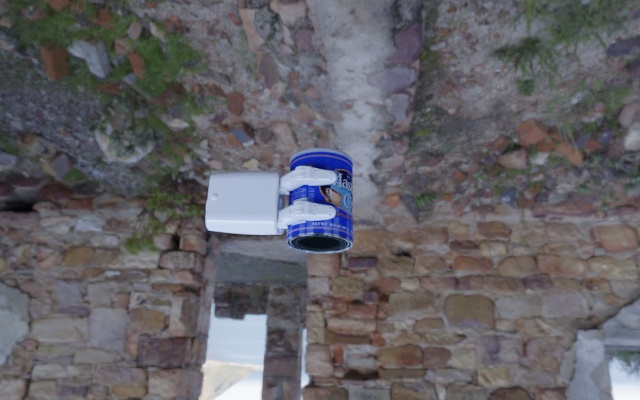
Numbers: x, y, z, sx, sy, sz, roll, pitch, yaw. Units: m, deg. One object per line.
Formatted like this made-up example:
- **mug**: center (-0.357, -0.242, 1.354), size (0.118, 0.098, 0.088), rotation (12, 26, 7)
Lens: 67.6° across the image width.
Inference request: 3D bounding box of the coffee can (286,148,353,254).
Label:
- **coffee can**: center (0.000, 0.002, 0.748), size (0.103, 0.140, 0.103), rotation (1, -21, 1)
